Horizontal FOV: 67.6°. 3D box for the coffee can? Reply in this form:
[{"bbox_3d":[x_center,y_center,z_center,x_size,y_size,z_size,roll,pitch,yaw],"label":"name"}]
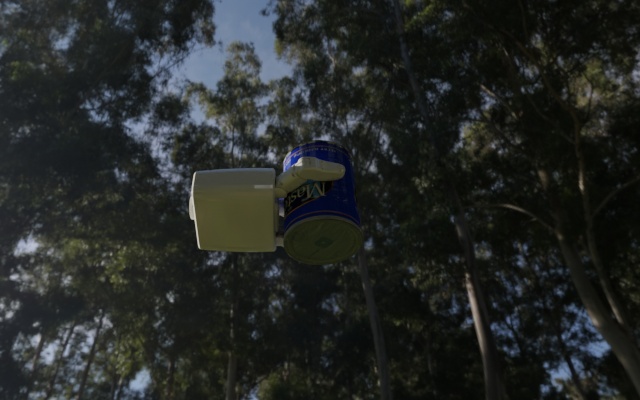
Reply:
[{"bbox_3d":[0.000,0.002,0.655,0.103,0.140,0.103,-2,-40,-2],"label":"coffee can"}]
